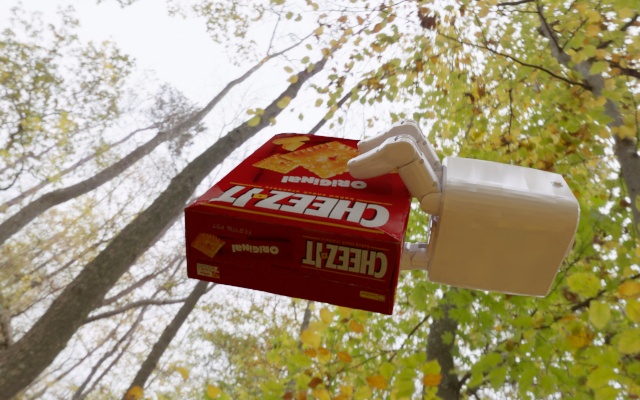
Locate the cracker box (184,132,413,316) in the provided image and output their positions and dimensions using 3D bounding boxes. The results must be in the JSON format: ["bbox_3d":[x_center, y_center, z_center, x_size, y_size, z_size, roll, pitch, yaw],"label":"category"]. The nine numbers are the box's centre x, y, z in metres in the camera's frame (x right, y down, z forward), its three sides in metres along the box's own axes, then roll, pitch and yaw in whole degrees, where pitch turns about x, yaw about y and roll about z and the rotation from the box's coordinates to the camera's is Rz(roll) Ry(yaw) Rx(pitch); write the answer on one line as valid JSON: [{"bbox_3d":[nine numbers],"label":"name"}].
[{"bbox_3d":[0.000,0.002,0.439,0.164,0.072,0.213,8,25,12],"label":"cracker box"}]
